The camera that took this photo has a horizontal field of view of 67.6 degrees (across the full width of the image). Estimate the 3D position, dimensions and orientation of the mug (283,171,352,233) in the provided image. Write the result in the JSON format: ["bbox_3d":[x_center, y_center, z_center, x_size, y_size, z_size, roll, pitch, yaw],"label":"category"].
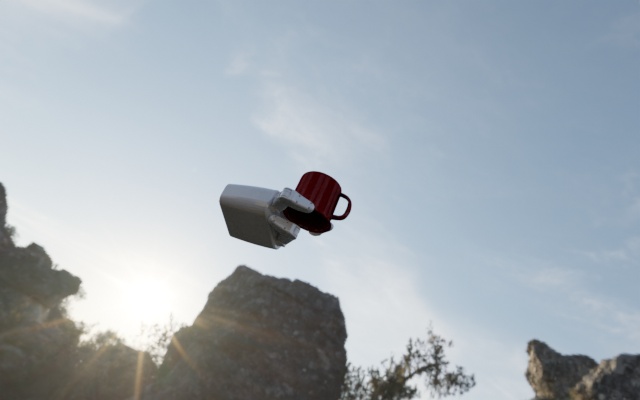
[{"bbox_3d":[0.002,0.003,0.863,0.117,0.081,0.093,11,-31,21],"label":"mug"}]
